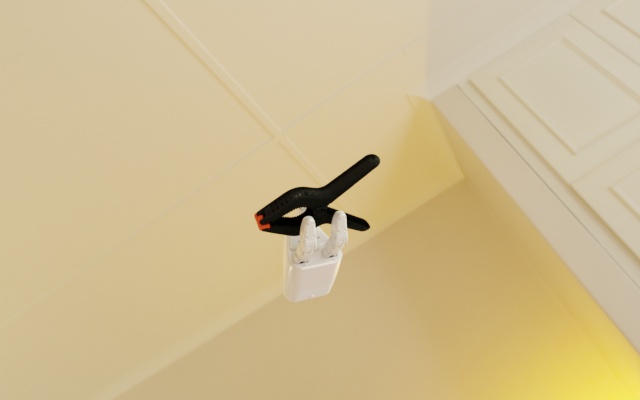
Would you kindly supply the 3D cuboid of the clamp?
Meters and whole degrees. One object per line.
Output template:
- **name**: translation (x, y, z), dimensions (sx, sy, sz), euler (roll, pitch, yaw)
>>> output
- **clamp**: translation (-0.001, 0.002, 0.763), dimensions (0.210, 0.165, 0.036), euler (-9, 44, -21)
